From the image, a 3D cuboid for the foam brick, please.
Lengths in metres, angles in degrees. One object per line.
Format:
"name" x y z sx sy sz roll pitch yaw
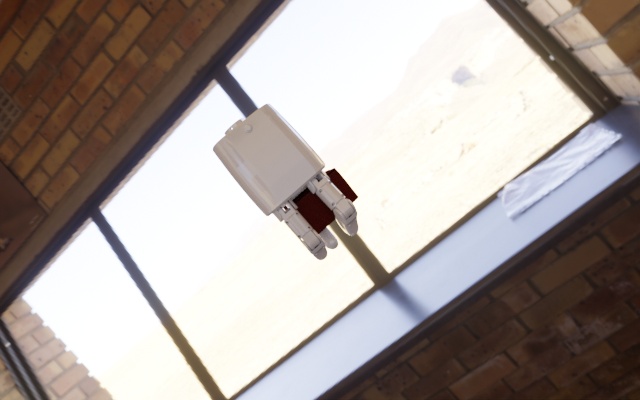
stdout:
"foam brick" 0.000 0.002 0.621 0.078 0.051 0.053 -42 8 -15
